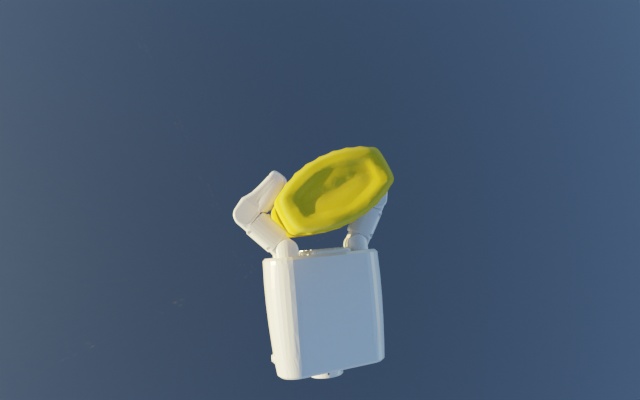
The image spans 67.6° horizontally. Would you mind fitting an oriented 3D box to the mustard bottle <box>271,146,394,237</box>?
[{"bbox_3d":[0.000,0.001,0.463,0.096,0.058,0.191,-30,-2,-10],"label":"mustard bottle"}]
